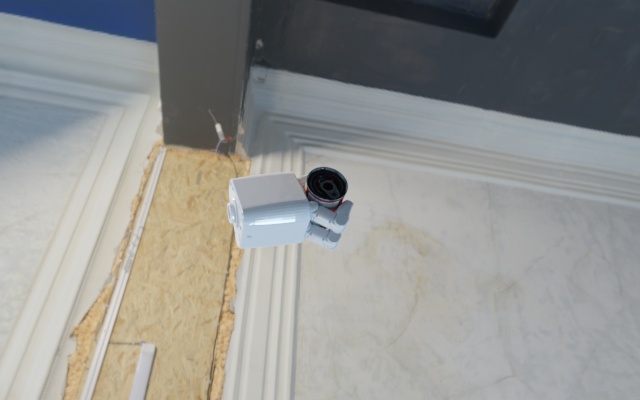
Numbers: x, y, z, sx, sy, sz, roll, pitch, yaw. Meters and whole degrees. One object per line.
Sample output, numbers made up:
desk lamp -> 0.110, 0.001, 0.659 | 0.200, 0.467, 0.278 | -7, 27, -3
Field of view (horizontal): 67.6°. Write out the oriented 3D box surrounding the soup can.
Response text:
soup can -> 0.000, 0.003, 0.791 | 0.068, 0.068, 0.102 | 0, -36, -15
